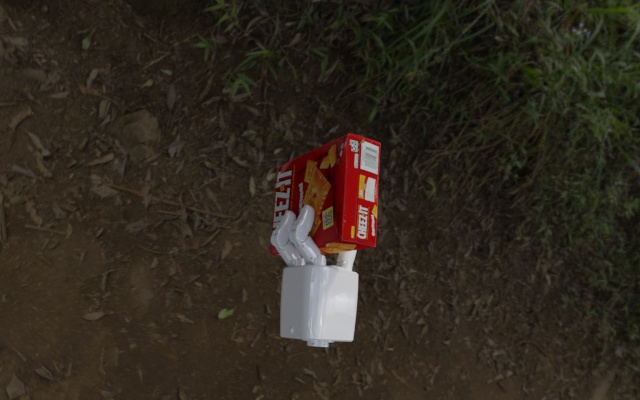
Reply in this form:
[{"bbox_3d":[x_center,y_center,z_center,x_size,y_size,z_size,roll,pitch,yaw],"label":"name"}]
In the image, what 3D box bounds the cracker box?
[{"bbox_3d":[0.000,0.003,0.768,0.072,0.164,0.214,14,-18,-32],"label":"cracker box"}]
